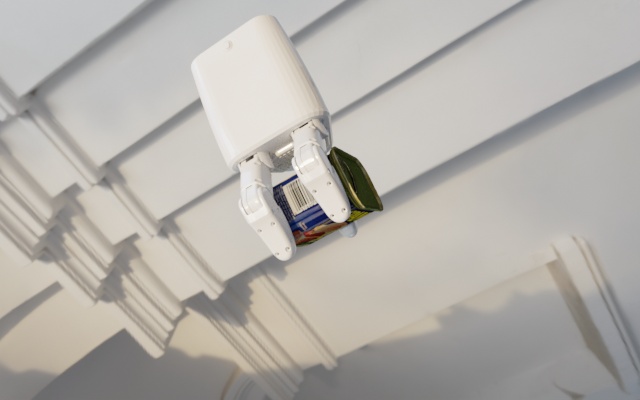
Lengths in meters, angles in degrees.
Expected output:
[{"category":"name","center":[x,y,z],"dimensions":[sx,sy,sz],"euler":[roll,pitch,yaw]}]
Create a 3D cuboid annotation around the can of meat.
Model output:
[{"category":"can of meat","center":[0.000,0.002,0.426],"dimensions":[0.084,0.057,0.102],"euler":[-28,-11,15]}]
